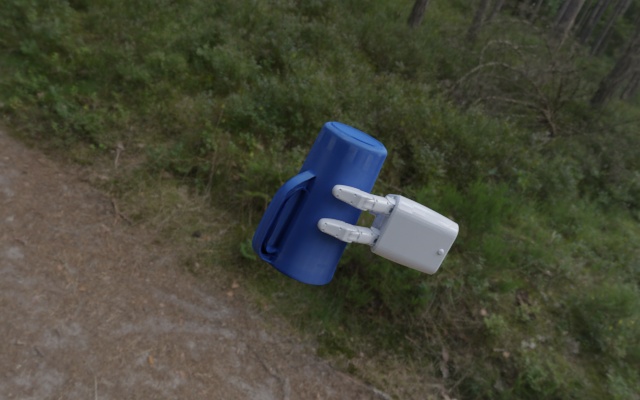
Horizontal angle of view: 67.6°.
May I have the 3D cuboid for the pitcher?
[{"bbox_3d":[0.000,0.003,0.758,0.145,0.243,0.149,24,17,-3],"label":"pitcher"}]
